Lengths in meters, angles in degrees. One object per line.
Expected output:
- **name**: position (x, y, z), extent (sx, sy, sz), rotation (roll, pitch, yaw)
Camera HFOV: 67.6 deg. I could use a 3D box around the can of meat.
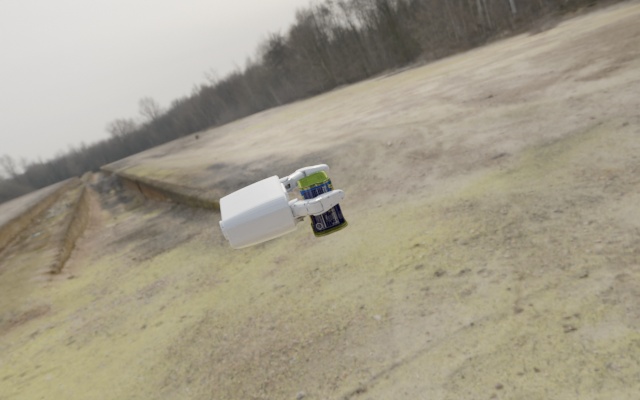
- **can of meat**: position (0.000, 0.002, 0.781), extent (0.057, 0.084, 0.102), rotation (-21, 13, -2)
